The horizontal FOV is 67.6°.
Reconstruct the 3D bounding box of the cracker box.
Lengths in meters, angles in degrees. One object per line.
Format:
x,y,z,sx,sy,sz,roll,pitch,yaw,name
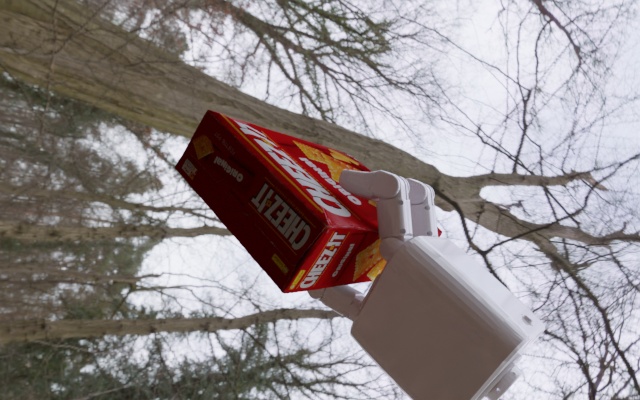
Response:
0.000,0.002,0.453,0.164,0.072,0.214,42,19,30,cracker box
